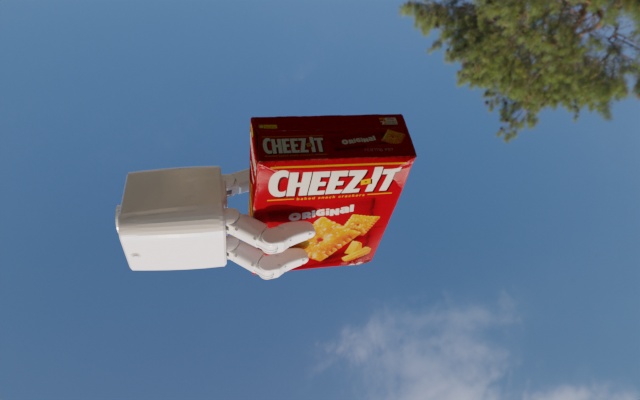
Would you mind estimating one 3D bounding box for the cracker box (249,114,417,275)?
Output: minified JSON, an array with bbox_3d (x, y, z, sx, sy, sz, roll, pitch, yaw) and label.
[{"bbox_3d":[0.000,0.002,0.556,0.164,0.072,0.214,-4,-36,-13],"label":"cracker box"}]
